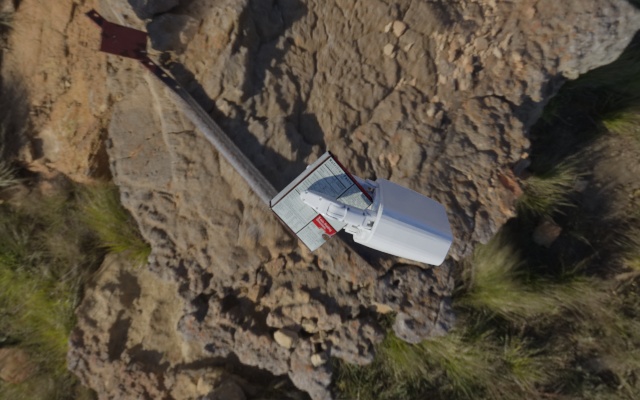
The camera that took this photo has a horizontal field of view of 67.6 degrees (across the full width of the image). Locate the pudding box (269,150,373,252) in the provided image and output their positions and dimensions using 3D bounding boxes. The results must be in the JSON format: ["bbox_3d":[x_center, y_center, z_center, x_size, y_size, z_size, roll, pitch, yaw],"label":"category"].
[{"bbox_3d":[0.000,0.002,0.647,0.113,0.090,0.039,-40,13,6],"label":"pudding box"}]
